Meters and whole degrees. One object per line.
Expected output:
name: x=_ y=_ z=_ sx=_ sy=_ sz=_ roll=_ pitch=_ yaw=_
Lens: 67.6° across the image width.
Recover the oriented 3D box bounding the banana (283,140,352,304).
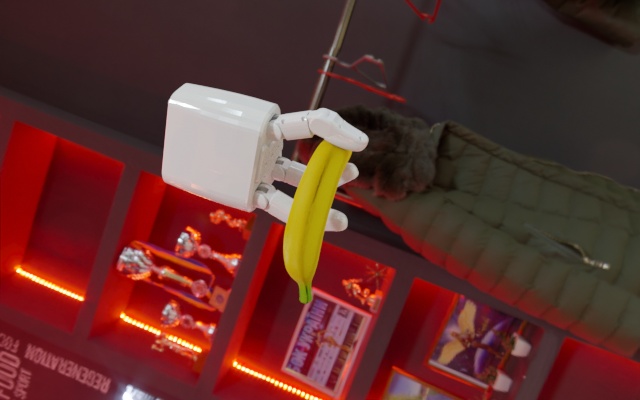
banana: x=-0.002 y=-0.004 z=0.469 sx=0.037 sy=0.197 sz=0.070 roll=13 pitch=-27 yaw=10
